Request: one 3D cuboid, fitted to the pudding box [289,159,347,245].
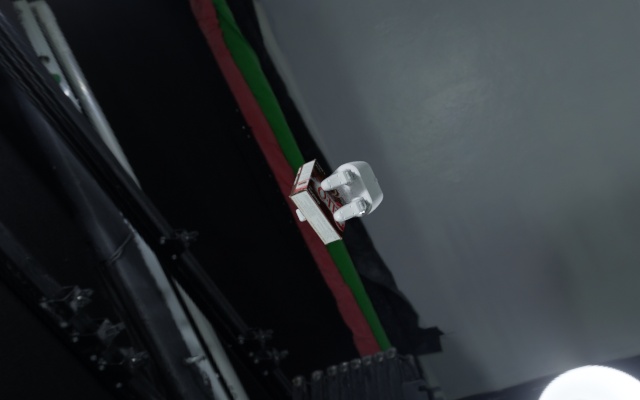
[{"bbox_3d":[0.000,0.003,0.788,0.039,0.113,0.090,-25,28,25],"label":"pudding box"}]
